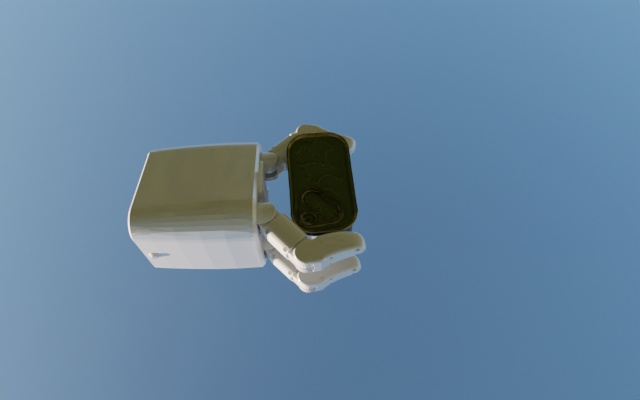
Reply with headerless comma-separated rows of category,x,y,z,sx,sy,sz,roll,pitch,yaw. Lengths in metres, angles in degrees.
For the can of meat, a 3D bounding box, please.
can of meat,0.000,0.002,0.455,0.057,0.102,0.084,-4,-29,-3
